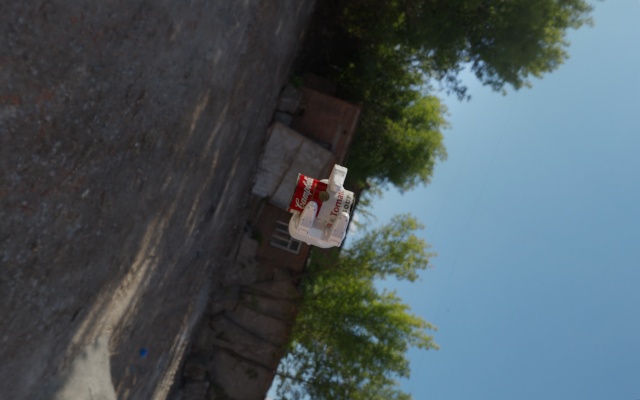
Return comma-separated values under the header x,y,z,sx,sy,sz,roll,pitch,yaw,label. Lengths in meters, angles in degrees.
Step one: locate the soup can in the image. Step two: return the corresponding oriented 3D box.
x,y,z,sx,sy,sz,roll,pitch,yaw,label
0.001,0.003,0.809,0.102,0.068,0.068,19,-2,-4,soup can
